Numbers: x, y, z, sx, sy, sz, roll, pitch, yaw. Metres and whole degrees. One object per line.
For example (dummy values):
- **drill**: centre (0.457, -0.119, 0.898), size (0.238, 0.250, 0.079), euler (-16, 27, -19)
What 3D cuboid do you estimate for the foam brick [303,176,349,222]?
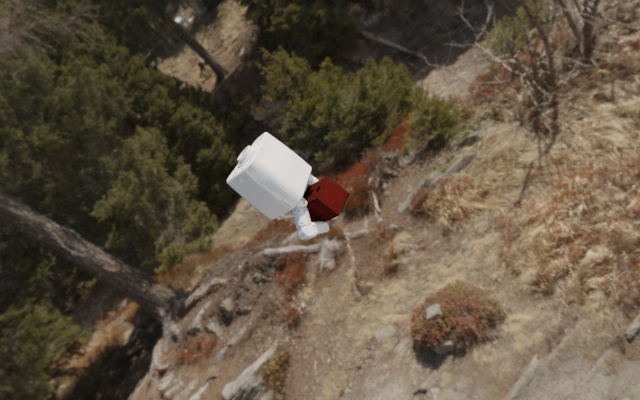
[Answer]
- **foam brick**: centre (0.000, 0.003, 0.828), size (0.051, 0.053, 0.078), euler (40, -37, -19)
